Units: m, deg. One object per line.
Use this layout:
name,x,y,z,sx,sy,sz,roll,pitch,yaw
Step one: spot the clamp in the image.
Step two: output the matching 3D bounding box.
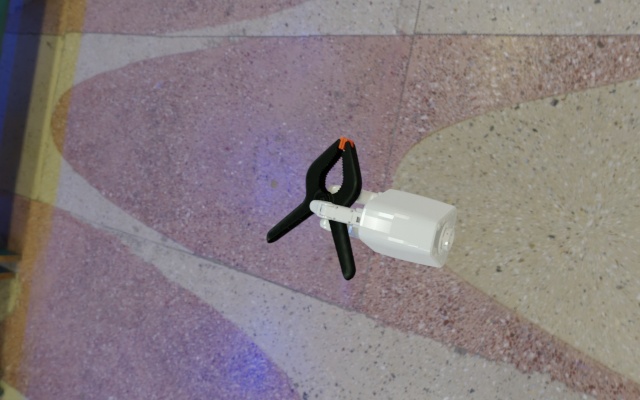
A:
clamp,0.000,0.002,0.747,0.164,0.210,0.036,14,4,26
